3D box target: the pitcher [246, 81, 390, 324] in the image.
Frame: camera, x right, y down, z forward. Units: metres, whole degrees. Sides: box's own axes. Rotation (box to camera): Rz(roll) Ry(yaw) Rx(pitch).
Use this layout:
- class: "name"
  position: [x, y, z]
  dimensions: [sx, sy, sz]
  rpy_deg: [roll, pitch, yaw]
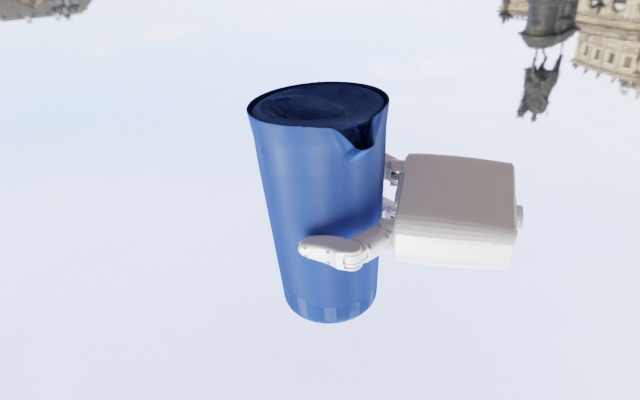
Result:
- class: "pitcher"
  position: [0.000, 0.002, 0.509]
  dimensions: [0.145, 0.243, 0.149]
  rpy_deg: [5, 31, 15]
